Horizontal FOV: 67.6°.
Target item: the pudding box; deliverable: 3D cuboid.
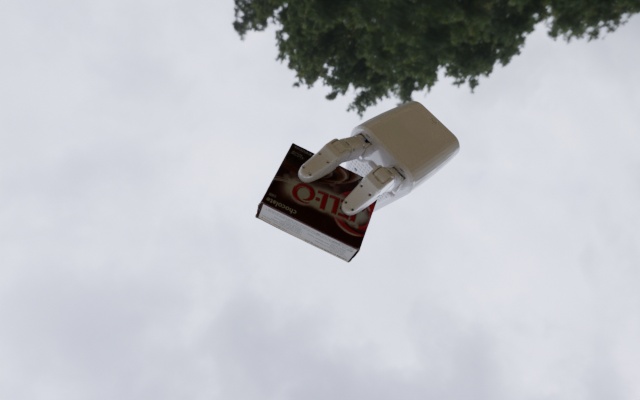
[{"bbox_3d":[0.000,0.002,0.509,0.113,0.090,0.039,25,-38,-1],"label":"pudding box"}]
